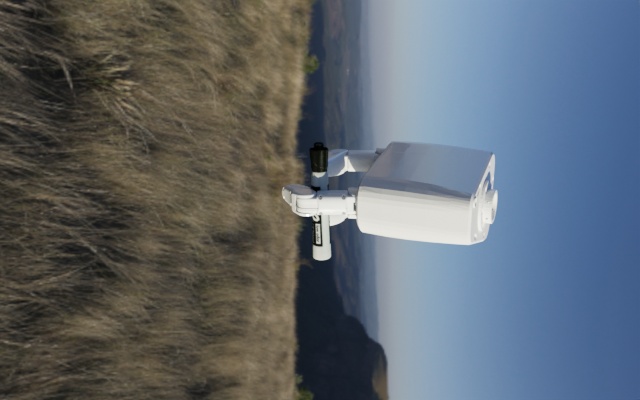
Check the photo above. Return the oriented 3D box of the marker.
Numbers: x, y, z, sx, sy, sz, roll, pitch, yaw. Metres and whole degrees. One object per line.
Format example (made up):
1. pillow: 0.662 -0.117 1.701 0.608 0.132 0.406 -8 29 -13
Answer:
1. marker: 0.000 0.002 0.482 0.020 0.121 0.020 -1 18 0
